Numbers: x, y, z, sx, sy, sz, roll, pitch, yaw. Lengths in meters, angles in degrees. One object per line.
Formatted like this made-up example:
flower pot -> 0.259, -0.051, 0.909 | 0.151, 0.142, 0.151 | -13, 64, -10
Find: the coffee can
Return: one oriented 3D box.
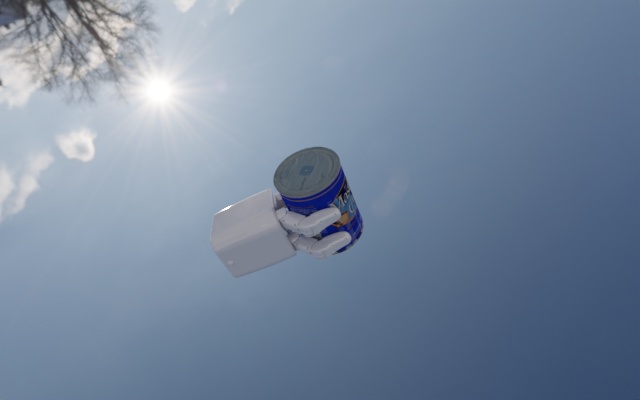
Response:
coffee can -> 0.000, 0.002, 0.740 | 0.103, 0.102, 0.140 | 0, -43, 25
